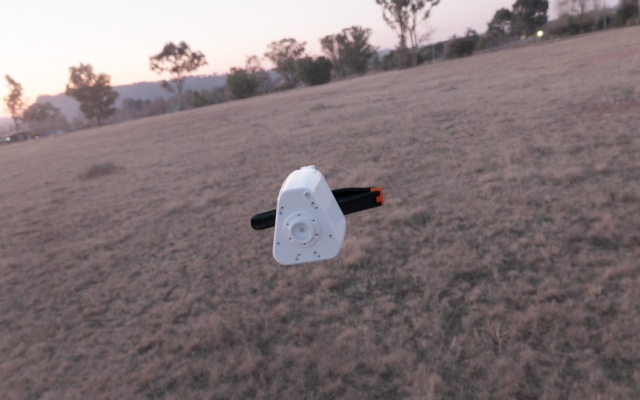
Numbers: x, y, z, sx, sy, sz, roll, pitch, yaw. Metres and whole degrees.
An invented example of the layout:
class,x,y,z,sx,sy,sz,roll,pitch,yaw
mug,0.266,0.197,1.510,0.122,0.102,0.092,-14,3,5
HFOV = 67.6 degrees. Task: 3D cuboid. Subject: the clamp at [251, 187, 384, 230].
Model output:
class,x,y,z,sx,sy,sz,roll,pitch,yaw
clamp,0.000,0.002,0.805,0.210,0.036,0.164,-9,15,7
